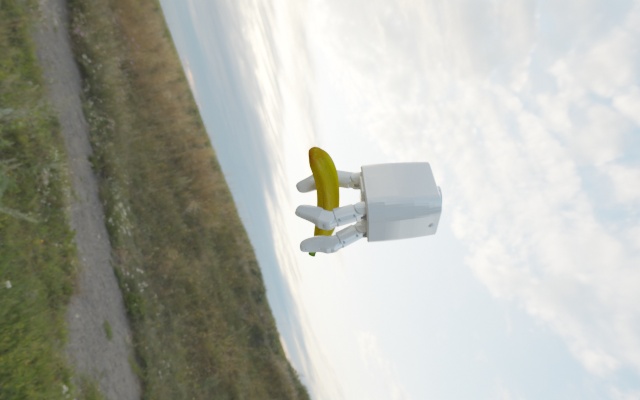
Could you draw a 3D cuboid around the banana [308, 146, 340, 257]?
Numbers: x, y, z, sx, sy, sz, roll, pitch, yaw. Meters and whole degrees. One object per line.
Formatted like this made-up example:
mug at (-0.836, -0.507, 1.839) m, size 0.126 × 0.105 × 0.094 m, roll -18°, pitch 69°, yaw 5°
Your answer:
banana at (0.006, -0.006, 0.714) m, size 0.037 × 0.198 × 0.069 m, roll 11°, pitch 38°, yaw 15°
